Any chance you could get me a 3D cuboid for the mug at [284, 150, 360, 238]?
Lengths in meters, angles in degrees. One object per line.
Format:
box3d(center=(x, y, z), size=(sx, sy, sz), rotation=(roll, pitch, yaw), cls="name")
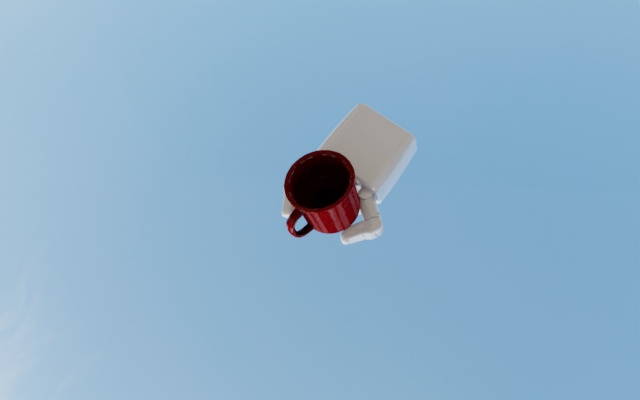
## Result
box3d(center=(-0.001, 0.003, 0.635), size=(0.093, 0.117, 0.081), rotation=(31, -16, 28), cls="mug")
